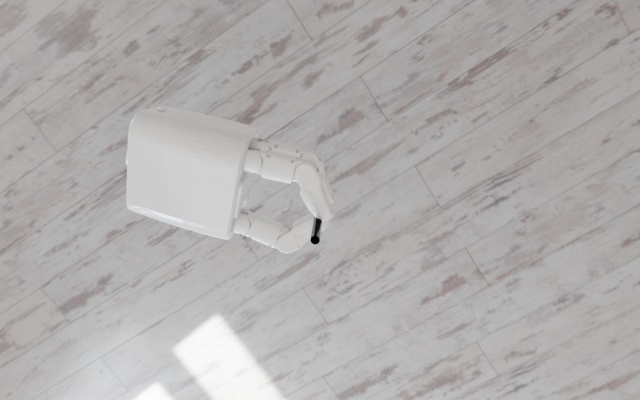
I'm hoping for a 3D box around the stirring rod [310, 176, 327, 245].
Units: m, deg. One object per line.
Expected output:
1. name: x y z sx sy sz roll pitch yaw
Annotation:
1. stirring rod: 0.000 0.002 0.513 0.011 0.011 0.239 0 15 2
